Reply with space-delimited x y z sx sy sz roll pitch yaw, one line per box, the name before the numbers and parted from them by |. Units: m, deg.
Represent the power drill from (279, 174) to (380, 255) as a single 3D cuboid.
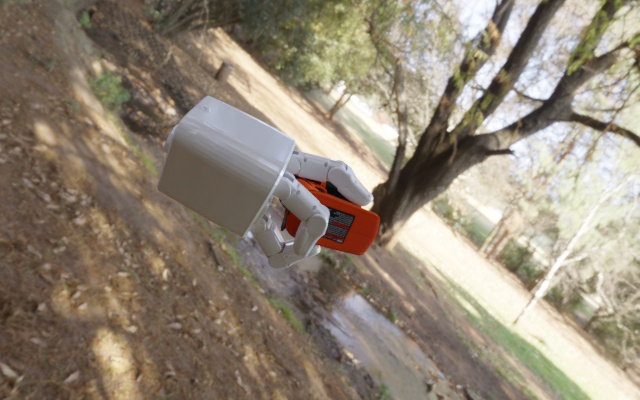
power drill | 0.000 0.002 0.598 0.184 0.057 0.187 17 12 -24
